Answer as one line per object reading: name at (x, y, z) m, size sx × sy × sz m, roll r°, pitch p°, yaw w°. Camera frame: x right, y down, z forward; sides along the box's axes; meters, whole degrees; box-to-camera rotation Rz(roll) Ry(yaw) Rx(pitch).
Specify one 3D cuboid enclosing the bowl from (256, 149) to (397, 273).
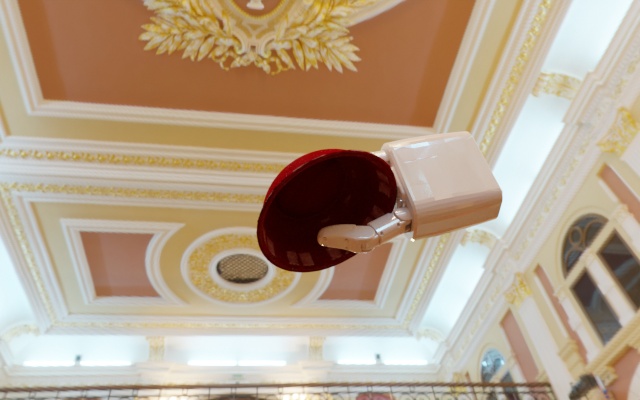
bowl at (-0.001, 0.002, 0.517) m, size 0.162 × 0.162 × 0.055 m, roll 0°, pitch 36°, yaw -31°
